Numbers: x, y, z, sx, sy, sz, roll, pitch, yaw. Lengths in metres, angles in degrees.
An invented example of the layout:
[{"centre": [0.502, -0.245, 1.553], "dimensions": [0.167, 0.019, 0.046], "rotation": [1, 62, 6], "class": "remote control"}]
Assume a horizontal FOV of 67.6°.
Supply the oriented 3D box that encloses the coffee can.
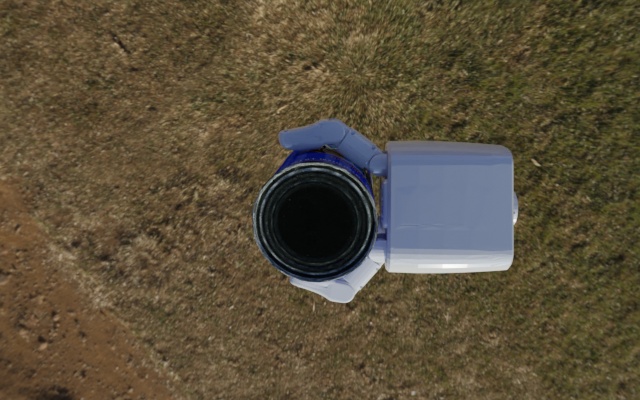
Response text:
[{"centre": [0.000, 0.001, 0.450], "dimensions": [0.103, 0.103, 0.140], "rotation": [0, 15, 4], "class": "coffee can"}]
